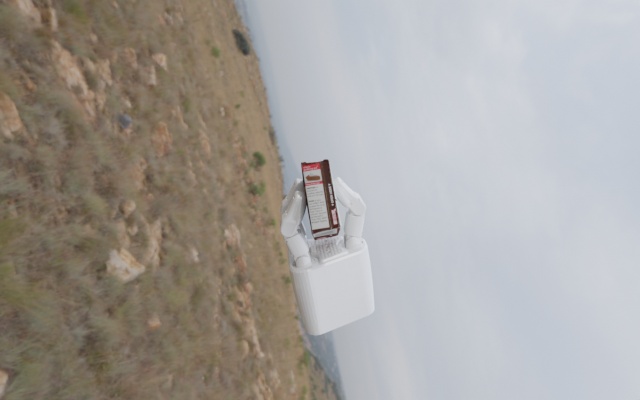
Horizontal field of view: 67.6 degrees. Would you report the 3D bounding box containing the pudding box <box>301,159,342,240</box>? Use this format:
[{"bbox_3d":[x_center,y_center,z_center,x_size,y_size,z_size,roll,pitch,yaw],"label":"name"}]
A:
[{"bbox_3d":[0.000,0.002,0.624,0.039,0.090,0.113,-10,-8,-3],"label":"pudding box"}]
